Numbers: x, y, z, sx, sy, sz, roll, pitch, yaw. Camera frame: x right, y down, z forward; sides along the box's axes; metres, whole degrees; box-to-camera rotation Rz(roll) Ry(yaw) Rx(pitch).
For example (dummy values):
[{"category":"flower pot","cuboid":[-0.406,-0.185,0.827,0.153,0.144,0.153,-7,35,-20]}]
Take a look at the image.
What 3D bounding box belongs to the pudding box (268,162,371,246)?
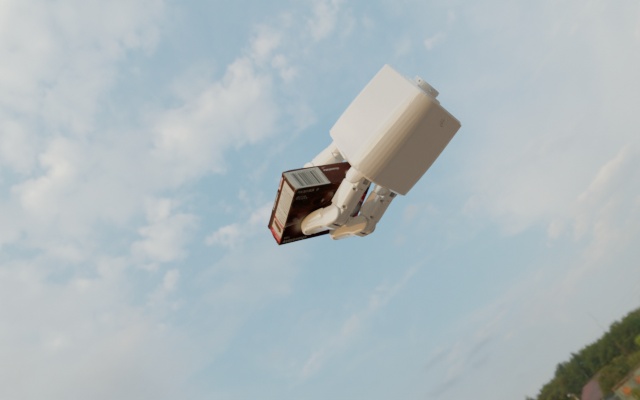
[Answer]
[{"category":"pudding box","cuboid":[0.000,0.002,0.573,0.113,0.090,0.039,-9,45,-31]}]
